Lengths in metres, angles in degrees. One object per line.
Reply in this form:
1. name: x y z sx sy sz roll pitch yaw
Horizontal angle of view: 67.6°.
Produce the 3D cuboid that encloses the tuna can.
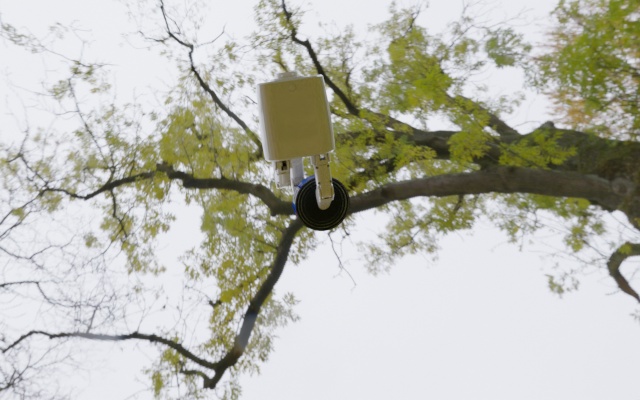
1. tuna can: 0.000 0.002 0.741 0.086 0.086 0.033 0 10 -13
